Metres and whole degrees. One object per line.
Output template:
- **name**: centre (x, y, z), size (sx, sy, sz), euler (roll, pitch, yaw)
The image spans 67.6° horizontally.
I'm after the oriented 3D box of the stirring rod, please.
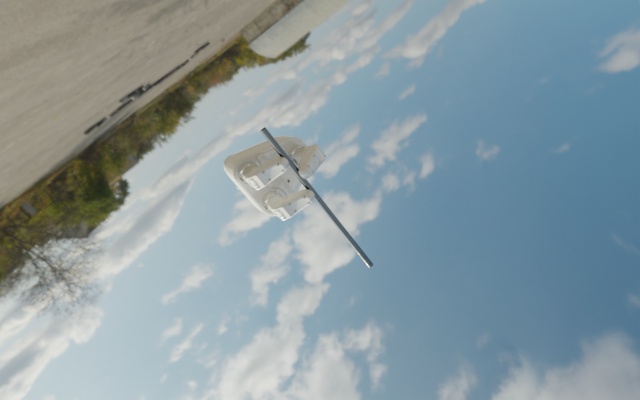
- **stirring rod**: centre (0.000, 0.002, 0.620), size (0.011, 0.239, 0.011), euler (-33, 22, 15)
